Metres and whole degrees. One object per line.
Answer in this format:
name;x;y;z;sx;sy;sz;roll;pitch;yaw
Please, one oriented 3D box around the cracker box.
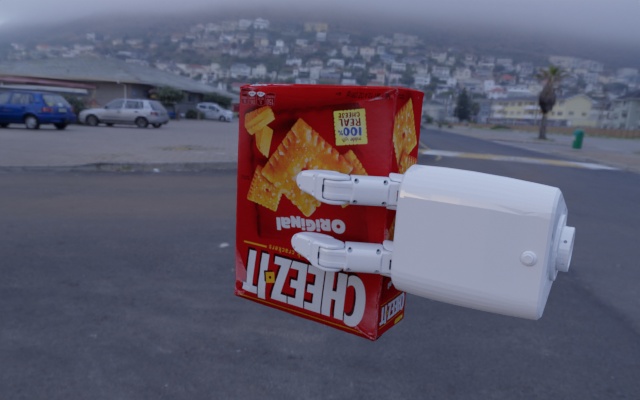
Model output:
cracker box;0.000;0.001;0.448;0.164;0.214;0.072;10;12;31
